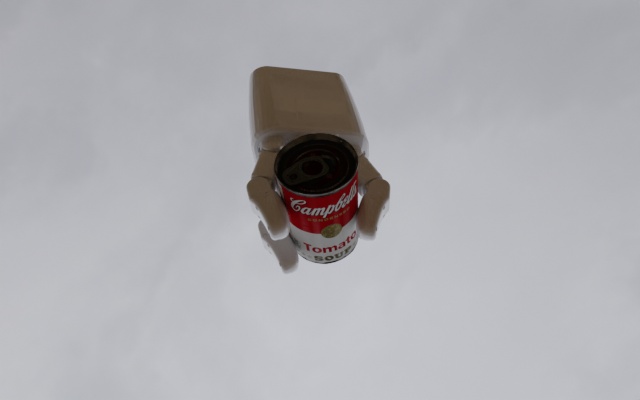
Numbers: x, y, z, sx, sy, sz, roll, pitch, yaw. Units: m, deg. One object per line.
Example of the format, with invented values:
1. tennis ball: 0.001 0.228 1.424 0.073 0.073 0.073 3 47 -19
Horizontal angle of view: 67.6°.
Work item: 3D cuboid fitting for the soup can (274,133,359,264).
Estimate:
1. soup can: 0.000 0.002 0.418 0.068 0.068 0.102 0 -39 6
